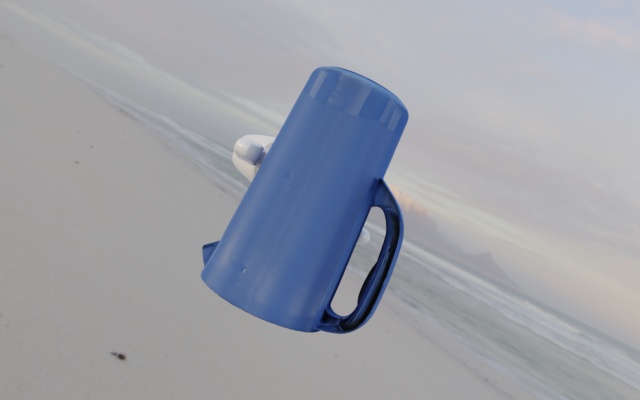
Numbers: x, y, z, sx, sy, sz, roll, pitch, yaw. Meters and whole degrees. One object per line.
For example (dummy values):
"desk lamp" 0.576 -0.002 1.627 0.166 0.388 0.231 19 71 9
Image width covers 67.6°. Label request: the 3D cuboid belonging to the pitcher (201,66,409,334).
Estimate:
"pitcher" 0.000 0.002 0.477 0.149 0.243 0.145 26 1 -25
